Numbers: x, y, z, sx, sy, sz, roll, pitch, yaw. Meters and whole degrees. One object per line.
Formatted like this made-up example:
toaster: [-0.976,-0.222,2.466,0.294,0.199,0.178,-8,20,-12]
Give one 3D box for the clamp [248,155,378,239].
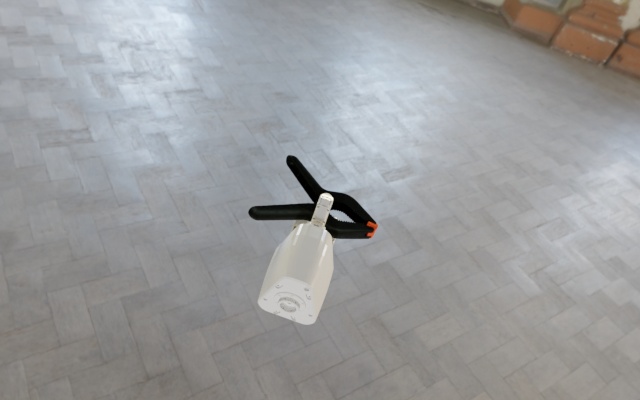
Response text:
clamp: [0.001,0.003,0.824,0.210,0.164,0.036,20,-43,0]
